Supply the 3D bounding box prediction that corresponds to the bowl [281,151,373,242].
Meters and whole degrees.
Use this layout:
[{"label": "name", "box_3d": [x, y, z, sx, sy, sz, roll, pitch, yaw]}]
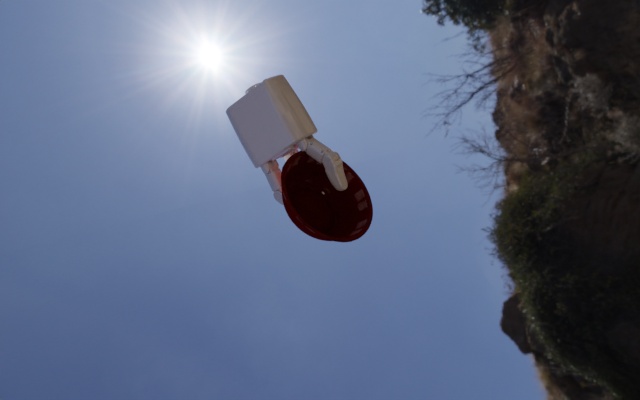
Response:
[{"label": "bowl", "box_3d": [0.000, 0.004, 0.733, 0.162, 0.162, 0.055, 0, -30, -36]}]
